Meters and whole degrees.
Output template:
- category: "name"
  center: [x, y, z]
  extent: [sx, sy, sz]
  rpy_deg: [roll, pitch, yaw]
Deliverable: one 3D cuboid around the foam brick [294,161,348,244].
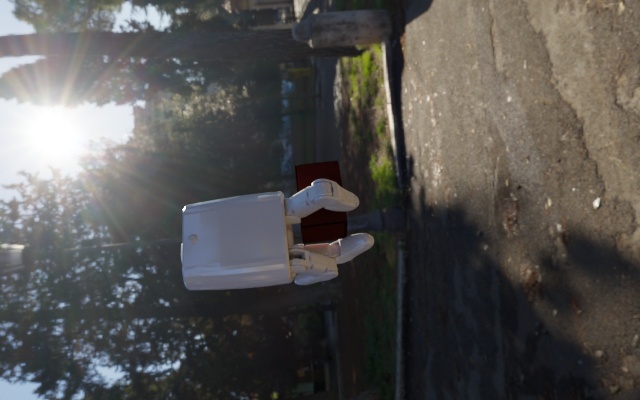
- category: "foam brick"
  center: [0.000, 0.002, 0.541]
  extent: [0.051, 0.078, 0.053]
  rpy_deg: [-7, -25, -1]
